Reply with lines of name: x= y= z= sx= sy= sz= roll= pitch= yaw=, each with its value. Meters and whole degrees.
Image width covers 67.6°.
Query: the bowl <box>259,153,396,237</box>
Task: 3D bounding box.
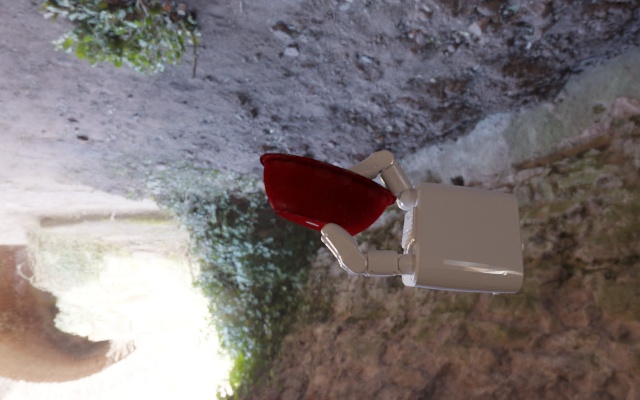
bowl: x=-0.001 y=0.002 z=0.538 sx=0.162 sy=0.055 sz=0.162 roll=18 pitch=-9 yaw=3
